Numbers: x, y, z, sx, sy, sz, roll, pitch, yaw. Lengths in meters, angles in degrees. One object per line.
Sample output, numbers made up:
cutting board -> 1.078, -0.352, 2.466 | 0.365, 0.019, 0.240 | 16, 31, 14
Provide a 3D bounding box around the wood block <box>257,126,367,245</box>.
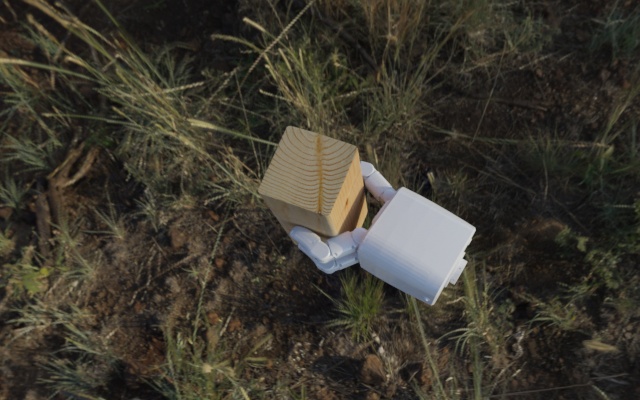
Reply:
wood block -> 0.001, 0.002, 0.621 | 0.090, 0.090, 0.206 | 19, -17, 15
